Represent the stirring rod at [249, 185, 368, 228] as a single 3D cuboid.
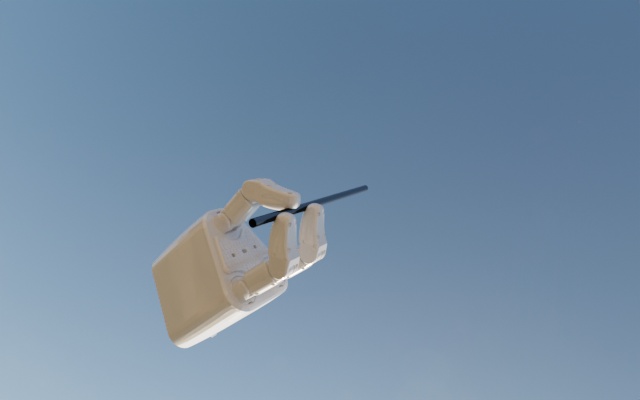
[{"bbox_3d":[0.000,0.002,0.502,0.011,0.011,0.239,0,8,28],"label":"stirring rod"}]
